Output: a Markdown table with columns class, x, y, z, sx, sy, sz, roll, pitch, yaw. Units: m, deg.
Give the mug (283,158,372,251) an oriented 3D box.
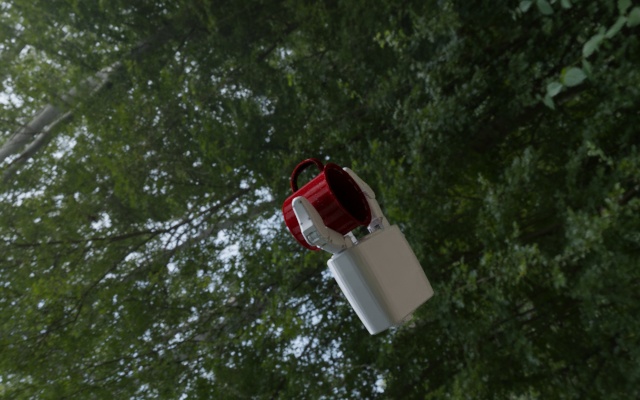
| class | x | y | z | sx | sy | sz | roll | pitch | yaw |
| --- | --- | --- | --- | --- | --- | --- | --- | --- | --- |
| mug | -0.001 | 0.001 | 0.617 | 0.081 | 0.117 | 0.093 | -35 | -13 | 24 |
